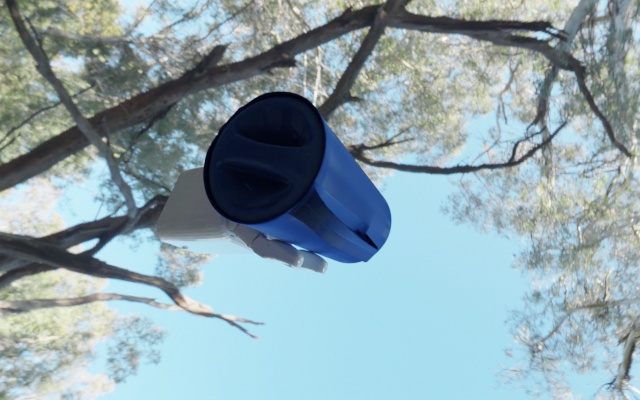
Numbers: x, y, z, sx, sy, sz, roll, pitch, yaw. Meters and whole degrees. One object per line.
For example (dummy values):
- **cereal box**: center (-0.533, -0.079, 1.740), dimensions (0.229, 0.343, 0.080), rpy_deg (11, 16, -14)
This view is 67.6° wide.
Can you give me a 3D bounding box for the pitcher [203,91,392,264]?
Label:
- **pitcher**: center (0.000, 0.002, 0.530), dimensions (0.145, 0.149, 0.243), rpy_deg (-6, -21, 26)
